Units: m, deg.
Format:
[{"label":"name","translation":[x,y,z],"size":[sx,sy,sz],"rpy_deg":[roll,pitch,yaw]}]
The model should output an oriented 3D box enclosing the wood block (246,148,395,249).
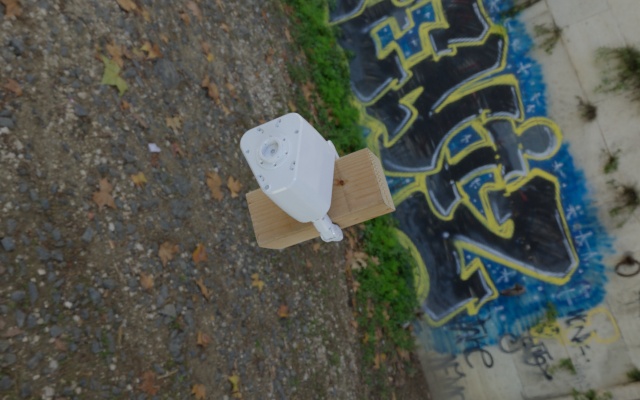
[{"label":"wood block","translation":[0.000,0.003,0.753],"size":[0.206,0.090,0.090],"rpy_deg":[-19,-14,16]}]
